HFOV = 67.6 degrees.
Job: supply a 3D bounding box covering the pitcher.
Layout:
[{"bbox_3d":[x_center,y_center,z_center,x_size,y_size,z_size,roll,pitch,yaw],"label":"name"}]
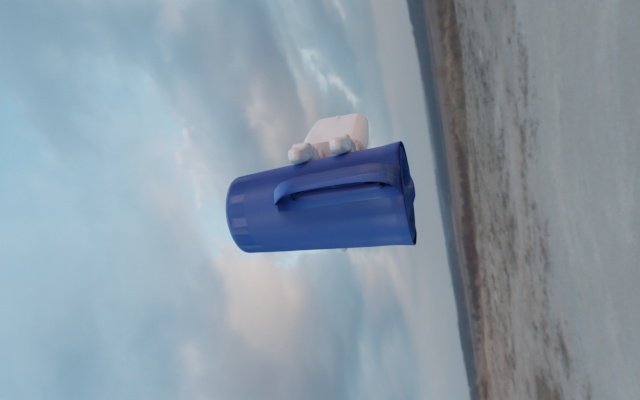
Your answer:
[{"bbox_3d":[0.000,0.002,0.626,0.243,0.149,0.145,-8,30,15],"label":"pitcher"}]
